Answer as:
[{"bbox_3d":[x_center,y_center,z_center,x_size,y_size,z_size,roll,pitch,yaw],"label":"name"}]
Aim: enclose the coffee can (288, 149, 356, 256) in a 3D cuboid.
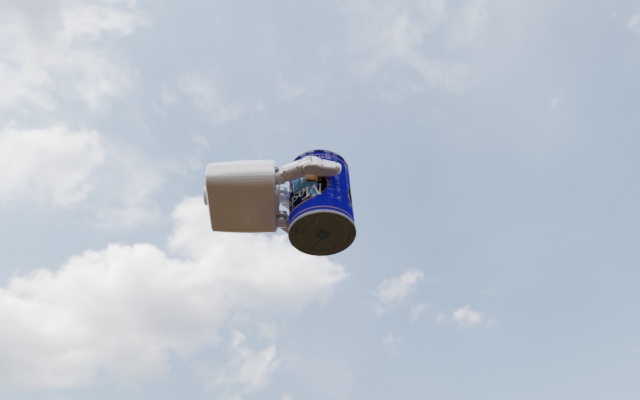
[{"bbox_3d":[0.000,0.003,0.762,0.103,0.140,0.103,-2,-44,-2],"label":"coffee can"}]
